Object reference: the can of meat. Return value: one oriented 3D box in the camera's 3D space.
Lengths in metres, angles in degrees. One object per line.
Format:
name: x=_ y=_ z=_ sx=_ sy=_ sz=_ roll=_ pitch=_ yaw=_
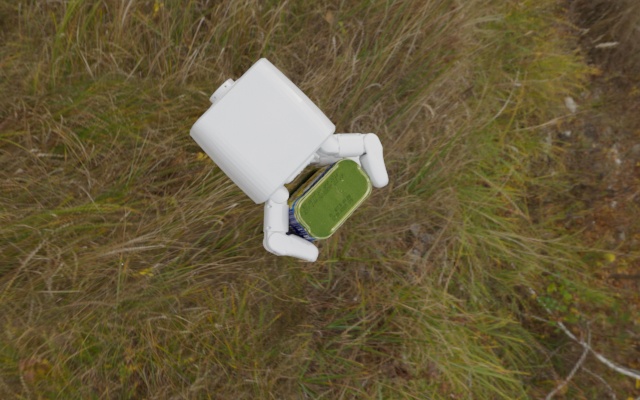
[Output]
can of meat: x=0.000 y=0.002 z=0.542 sx=0.102 sy=0.057 sz=0.084 roll=-46 pitch=11 yaw=-21
